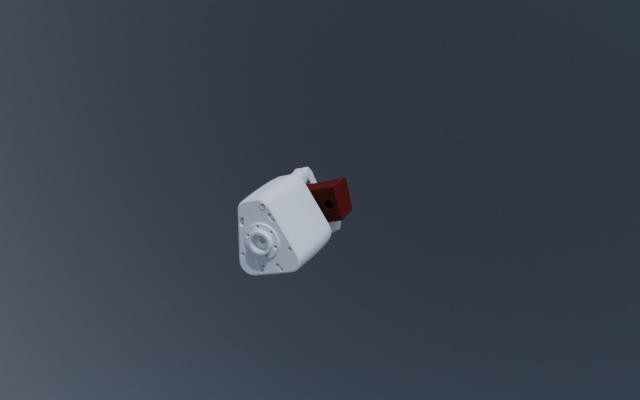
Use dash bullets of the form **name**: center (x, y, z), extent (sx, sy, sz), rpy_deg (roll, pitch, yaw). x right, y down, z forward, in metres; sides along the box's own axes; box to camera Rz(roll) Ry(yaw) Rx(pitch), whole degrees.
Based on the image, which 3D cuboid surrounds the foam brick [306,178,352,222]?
- **foam brick**: center (0.000, 0.002, 0.711), extent (0.078, 0.053, 0.051), rpy_deg (-9, 14, 25)
